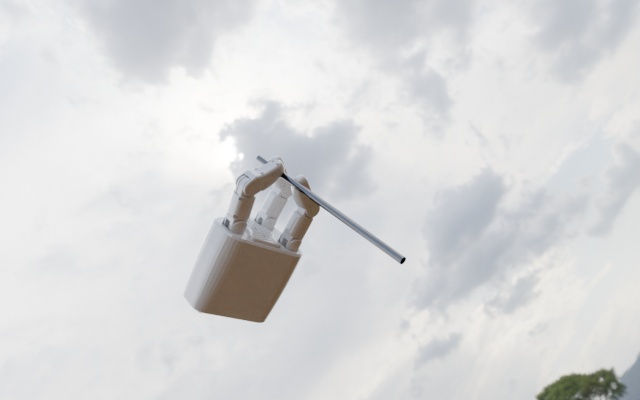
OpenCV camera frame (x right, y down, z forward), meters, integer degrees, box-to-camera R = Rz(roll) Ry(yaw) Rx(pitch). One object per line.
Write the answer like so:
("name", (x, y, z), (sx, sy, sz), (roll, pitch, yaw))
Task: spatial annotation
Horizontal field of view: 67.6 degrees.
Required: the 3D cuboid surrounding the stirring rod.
("stirring rod", (0.000, 0.002, 0.517), (0.011, 0.011, 0.239), (0, 27, -45))
